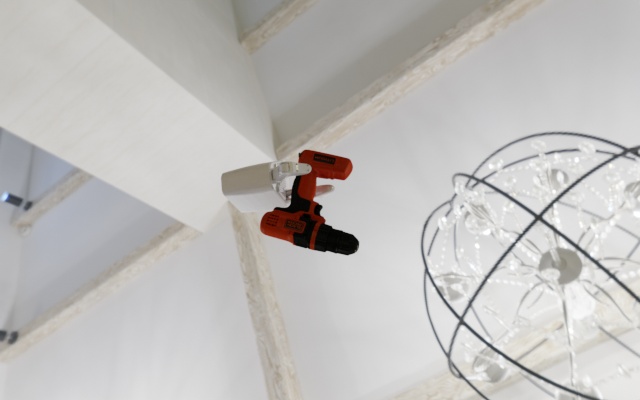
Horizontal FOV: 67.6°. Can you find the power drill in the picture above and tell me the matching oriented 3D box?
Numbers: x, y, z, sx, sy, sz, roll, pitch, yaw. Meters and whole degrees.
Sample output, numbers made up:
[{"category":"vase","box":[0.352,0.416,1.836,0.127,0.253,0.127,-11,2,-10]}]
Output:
[{"category":"power drill","box":[0.000,0.002,0.885,0.184,0.187,0.057,14,-27,10]}]
